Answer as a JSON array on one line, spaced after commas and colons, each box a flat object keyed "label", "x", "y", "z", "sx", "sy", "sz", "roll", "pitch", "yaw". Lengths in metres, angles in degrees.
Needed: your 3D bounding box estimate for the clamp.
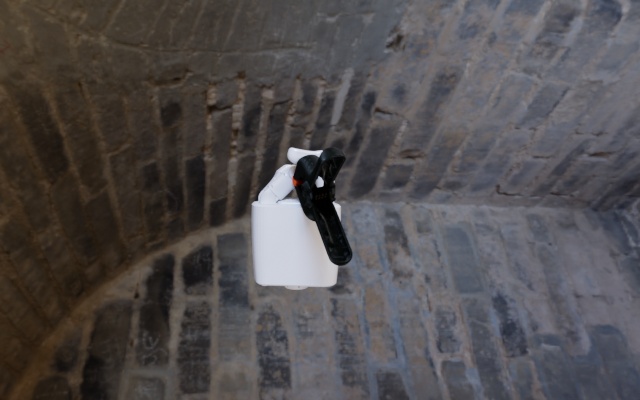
[{"label": "clamp", "x": -0.001, "y": 0.002, "z": 0.537, "sx": 0.039, "sy": 0.120, "sz": 0.171, "roll": -3, "pitch": 6, "yaw": -11}]
